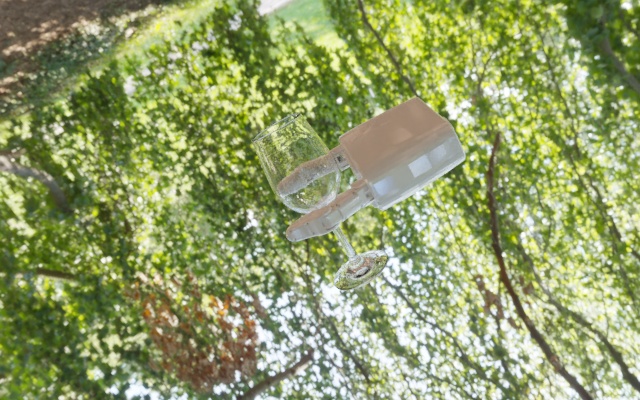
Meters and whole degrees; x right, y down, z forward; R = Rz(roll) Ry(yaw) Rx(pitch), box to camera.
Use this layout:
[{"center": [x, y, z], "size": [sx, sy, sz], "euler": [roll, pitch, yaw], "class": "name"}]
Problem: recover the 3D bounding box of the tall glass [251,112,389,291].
[{"center": [0.000, 0.002, 0.544], "size": [0.079, 0.201, 0.079], "euler": [-28, 17, 10], "class": "tall glass"}]
